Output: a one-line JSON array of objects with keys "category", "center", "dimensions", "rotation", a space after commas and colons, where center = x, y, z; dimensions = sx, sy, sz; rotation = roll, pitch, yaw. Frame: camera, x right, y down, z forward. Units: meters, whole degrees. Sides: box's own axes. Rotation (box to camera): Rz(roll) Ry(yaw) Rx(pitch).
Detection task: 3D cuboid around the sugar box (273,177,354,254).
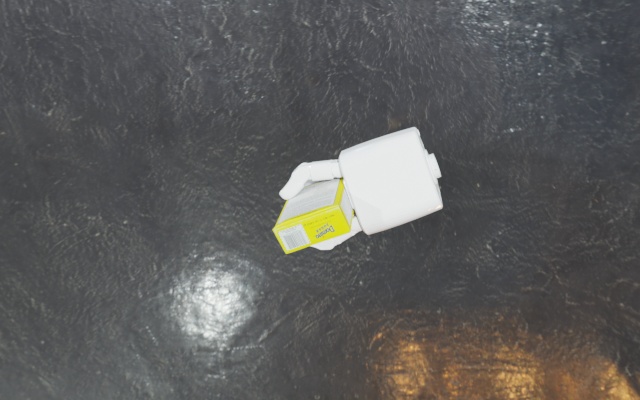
[{"category": "sugar box", "center": [0.000, 0.003, 0.661], "dimensions": [0.093, 0.048, 0.176], "rotation": [-19, 17, 16]}]
